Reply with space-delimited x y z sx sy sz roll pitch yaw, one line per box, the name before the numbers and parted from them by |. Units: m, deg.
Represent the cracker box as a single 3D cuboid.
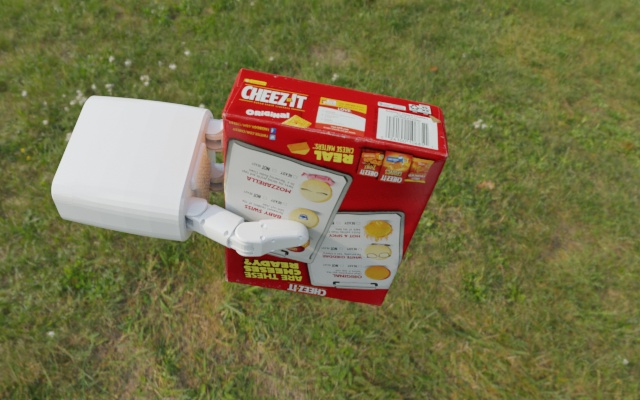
cracker box | 0.000 0.001 0.429 0.164 0.072 0.214 10 -42 -1
